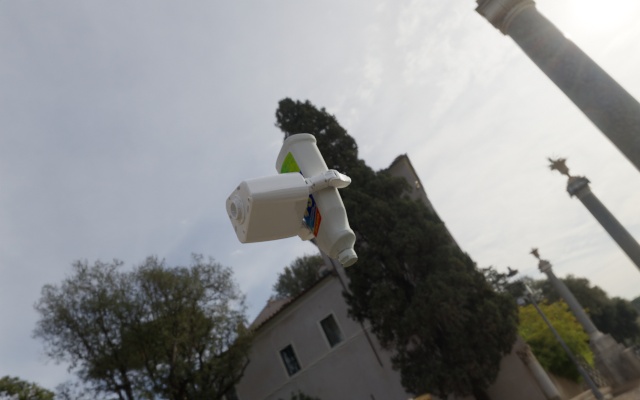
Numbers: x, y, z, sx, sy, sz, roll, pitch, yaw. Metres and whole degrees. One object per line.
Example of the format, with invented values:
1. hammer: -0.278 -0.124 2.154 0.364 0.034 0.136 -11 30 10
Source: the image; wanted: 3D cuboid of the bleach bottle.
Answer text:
1. bleach bottle: 0.000 0.003 0.859 0.068 0.250 0.103 -9 -34 -32
